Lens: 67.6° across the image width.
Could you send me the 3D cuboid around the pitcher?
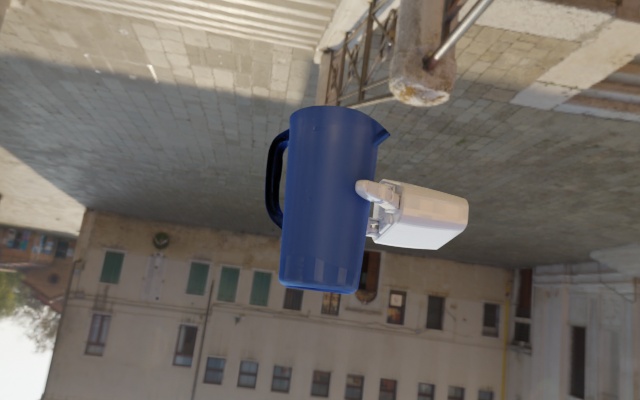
[{"bbox_3d":[0.000,0.002,0.666,0.145,0.242,0.149,10,-12,-16],"label":"pitcher"}]
